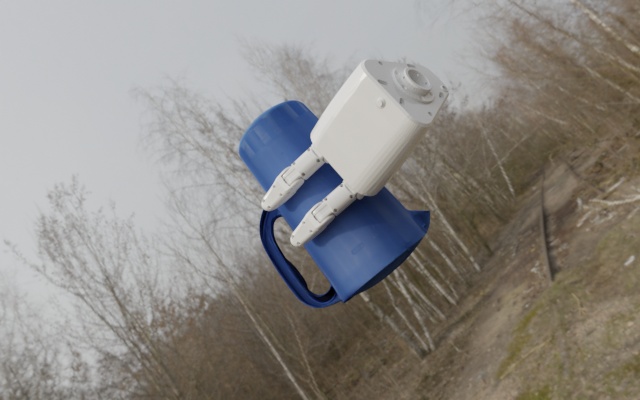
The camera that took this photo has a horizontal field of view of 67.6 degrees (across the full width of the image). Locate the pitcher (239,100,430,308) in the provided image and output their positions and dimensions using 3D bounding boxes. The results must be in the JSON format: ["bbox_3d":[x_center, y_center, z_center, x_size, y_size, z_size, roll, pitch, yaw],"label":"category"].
[{"bbox_3d":[0.000,0.002,0.592,0.149,0.242,0.145,-27,-18,-44],"label":"pitcher"}]
